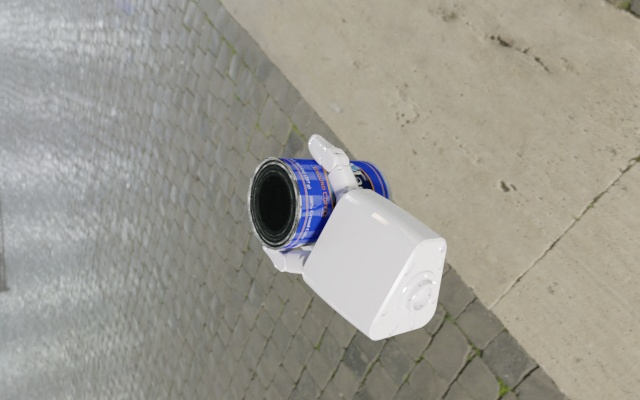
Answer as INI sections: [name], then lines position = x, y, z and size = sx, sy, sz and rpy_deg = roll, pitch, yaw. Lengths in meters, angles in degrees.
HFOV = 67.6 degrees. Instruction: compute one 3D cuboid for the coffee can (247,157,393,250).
[coffee can]
position = 0.000, 0.002, 0.565
size = 0.140, 0.103, 0.103
rpy_deg = -2, 1, -39
